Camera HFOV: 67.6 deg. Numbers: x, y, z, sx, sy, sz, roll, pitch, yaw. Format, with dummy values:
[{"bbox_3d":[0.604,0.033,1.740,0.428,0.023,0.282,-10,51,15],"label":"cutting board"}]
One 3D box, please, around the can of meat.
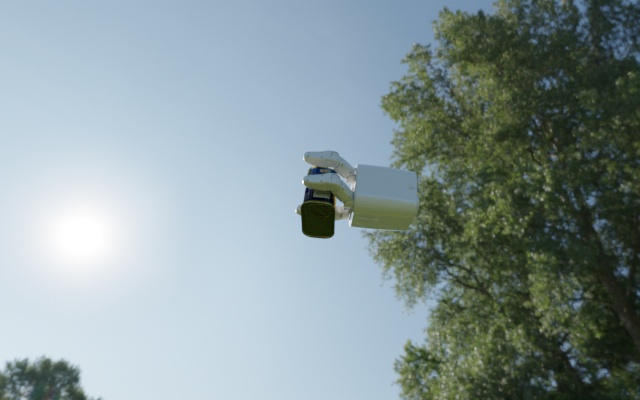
[{"bbox_3d":[0.000,0.002,0.823,0.057,0.084,0.102,5,-38,4],"label":"can of meat"}]
